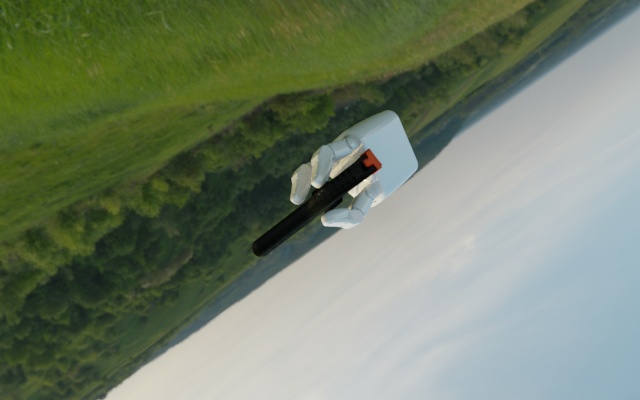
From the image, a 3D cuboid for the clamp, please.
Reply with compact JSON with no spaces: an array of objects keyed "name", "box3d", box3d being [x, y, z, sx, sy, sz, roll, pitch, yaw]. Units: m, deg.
[{"name":"clamp","box3d":[0.001,0.002,0.641,0.164,0.036,0.210,-37,-1,-41]}]
